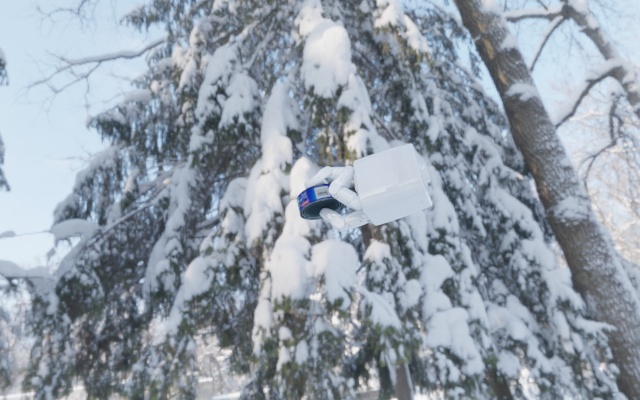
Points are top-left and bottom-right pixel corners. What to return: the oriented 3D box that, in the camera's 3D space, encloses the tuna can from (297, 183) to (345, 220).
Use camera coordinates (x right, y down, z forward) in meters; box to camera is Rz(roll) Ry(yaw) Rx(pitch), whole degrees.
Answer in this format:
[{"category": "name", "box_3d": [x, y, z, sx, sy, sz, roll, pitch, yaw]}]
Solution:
[{"category": "tuna can", "box_3d": [0.000, 0.002, 0.874, 0.086, 0.033, 0.086, -13, -24, -6]}]
